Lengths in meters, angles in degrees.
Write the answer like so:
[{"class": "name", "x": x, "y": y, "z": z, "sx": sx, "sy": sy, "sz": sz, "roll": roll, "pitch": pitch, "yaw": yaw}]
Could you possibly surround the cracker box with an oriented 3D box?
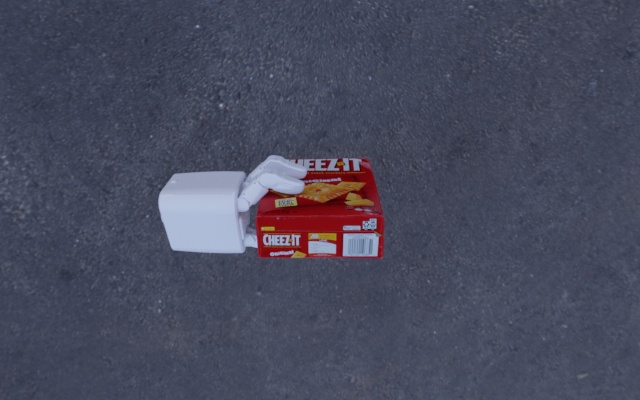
[{"class": "cracker box", "x": 0.000, "y": 0.003, "z": 0.695, "sx": 0.164, "sy": 0.072, "sz": 0.213, "roll": 0, "pitch": 25, "yaw": 0}]
